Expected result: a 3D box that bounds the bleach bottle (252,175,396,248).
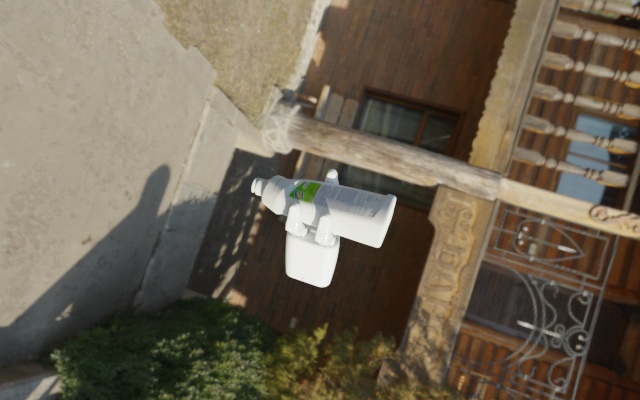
[{"bbox_3d":[0.000,0.003,0.852,0.251,0.068,0.102,17,40,12],"label":"bleach bottle"}]
